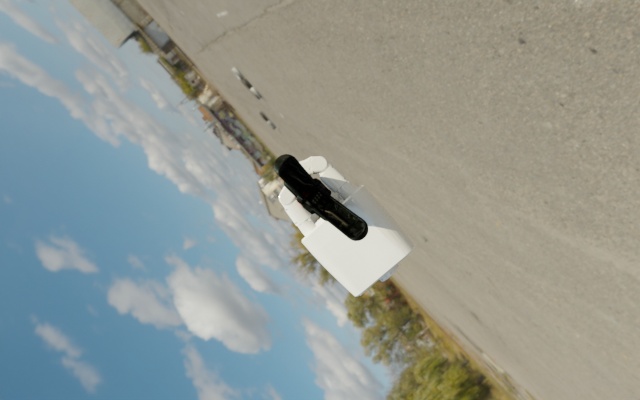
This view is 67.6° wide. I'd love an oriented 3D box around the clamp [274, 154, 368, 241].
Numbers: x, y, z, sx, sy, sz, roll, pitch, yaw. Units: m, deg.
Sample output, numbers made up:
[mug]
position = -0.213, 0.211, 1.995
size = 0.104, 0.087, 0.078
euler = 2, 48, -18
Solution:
[clamp]
position = 0.000, 0.002, 0.554
size = 0.039, 0.120, 0.171
euler = -43, -2, -1
